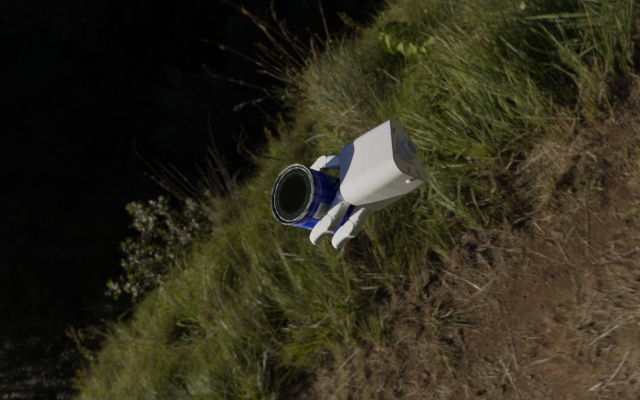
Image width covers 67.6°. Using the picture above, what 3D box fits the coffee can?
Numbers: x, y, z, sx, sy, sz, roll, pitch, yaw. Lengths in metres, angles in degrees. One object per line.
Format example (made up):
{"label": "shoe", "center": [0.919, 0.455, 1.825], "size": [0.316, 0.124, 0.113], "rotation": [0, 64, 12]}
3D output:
{"label": "coffee can", "center": [0.000, 0.003, 0.827], "size": [0.103, 0.103, 0.140], "rotation": [0, -11, 44]}
